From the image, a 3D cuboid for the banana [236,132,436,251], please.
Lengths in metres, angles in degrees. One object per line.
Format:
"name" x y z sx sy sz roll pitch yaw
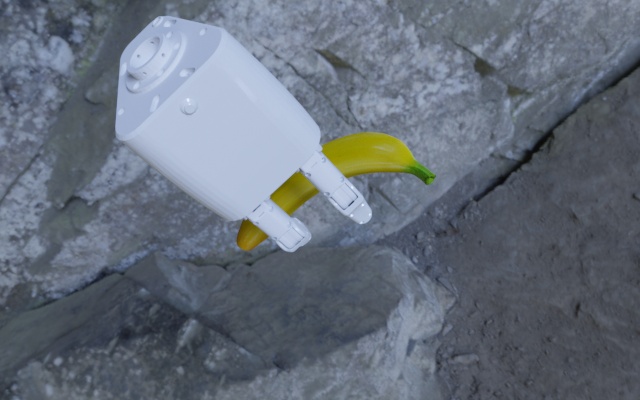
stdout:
"banana" 0.000 -0.016 0.441 0.198 0.069 0.037 -22 -31 19
